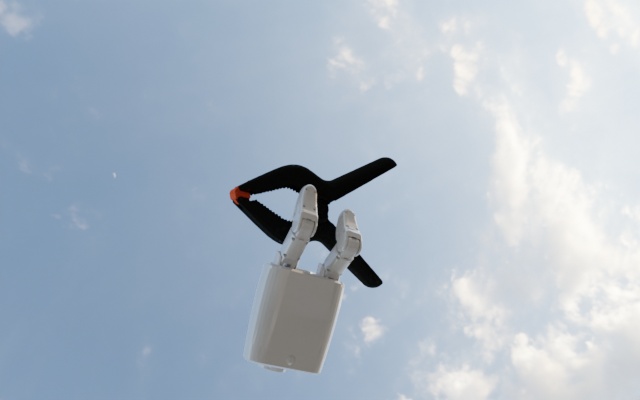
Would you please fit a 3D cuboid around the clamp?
[{"bbox_3d":[-0.001,0.002,0.569,0.210,0.164,0.036,19,-12,-21],"label":"clamp"}]
